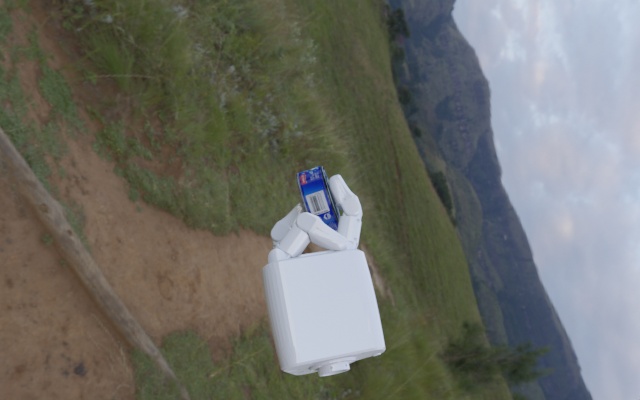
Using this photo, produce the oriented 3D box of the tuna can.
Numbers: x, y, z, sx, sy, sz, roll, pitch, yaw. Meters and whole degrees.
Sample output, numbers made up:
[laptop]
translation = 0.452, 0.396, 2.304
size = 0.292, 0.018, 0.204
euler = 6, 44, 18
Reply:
[tuna can]
translation = 0.001, 0.002, 0.586
size = 0.034, 0.086, 0.086
euler = -18, -2, 5
